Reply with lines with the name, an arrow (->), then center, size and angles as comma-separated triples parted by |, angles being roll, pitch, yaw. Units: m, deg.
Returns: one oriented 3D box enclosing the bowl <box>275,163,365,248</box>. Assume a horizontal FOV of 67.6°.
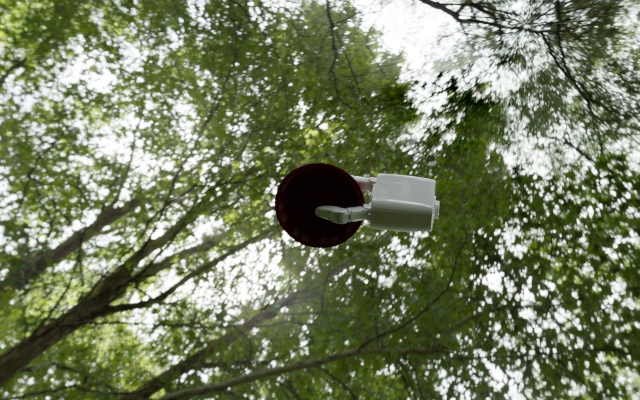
bowl -> -0.001, 0.002, 0.867 | 0.162, 0.162, 0.055 | 0, 20, 4
